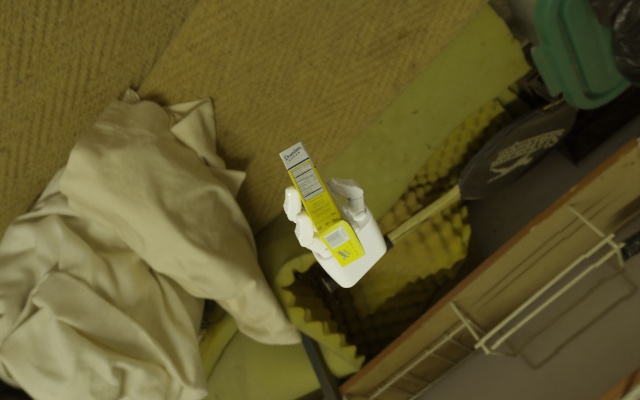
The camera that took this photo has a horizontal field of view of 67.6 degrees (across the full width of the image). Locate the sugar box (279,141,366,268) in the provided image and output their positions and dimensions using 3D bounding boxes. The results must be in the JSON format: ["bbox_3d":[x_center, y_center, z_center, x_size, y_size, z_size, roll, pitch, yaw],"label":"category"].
[{"bbox_3d":[0.000,0.003,0.692,0.048,0.176,0.093,-31,-41,1],"label":"sugar box"}]
